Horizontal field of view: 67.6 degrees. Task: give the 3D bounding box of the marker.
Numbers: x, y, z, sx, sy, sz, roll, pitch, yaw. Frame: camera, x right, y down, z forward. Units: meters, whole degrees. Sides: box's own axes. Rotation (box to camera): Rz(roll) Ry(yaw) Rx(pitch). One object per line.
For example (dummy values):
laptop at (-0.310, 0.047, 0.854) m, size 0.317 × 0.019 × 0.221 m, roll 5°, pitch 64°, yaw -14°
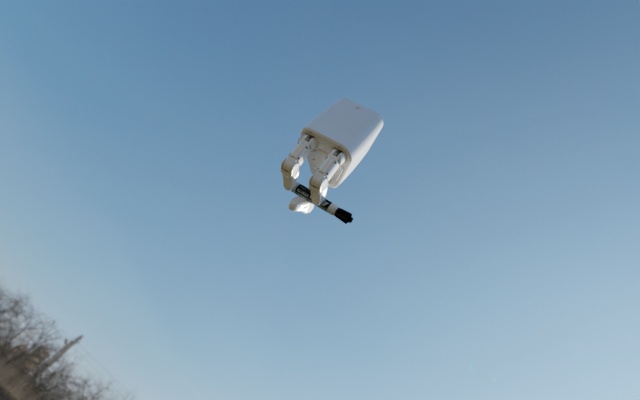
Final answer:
marker at (0.000, 0.003, 0.765) m, size 0.121 × 0.020 × 0.020 m, roll 30°, pitch 11°, yaw 20°
